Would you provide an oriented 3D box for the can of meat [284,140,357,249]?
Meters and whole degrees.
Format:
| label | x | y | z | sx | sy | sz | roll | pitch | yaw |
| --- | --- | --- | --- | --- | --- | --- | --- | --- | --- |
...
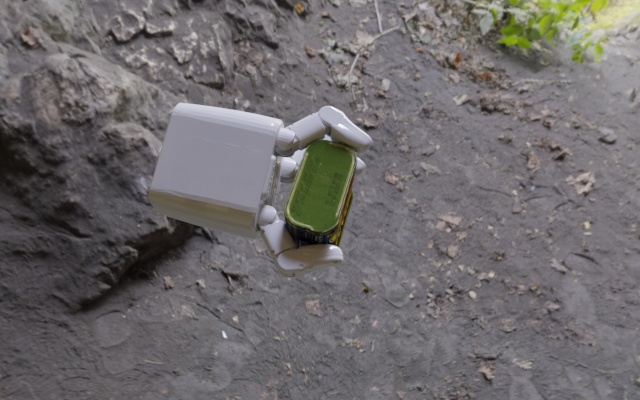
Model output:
| label | x | y | z | sx | sy | sz | roll | pitch | yaw |
| --- | --- | --- | --- | --- | --- | --- | --- | --- | --- |
| can of meat | 0.000 | 0.002 | 0.475 | 0.057 | 0.102 | 0.084 | 15 | -25 | 6 |
